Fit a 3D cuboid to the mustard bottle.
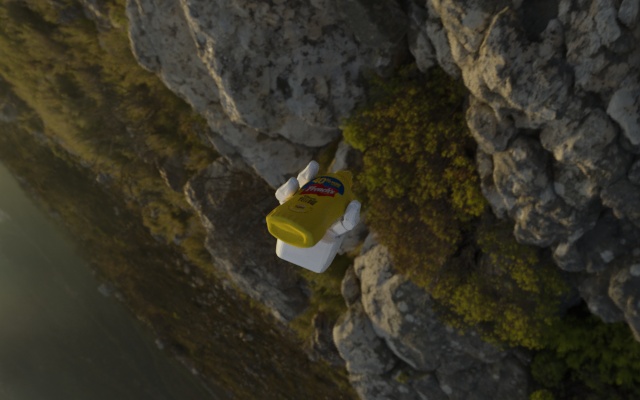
[{"bbox_3d":[0.000,0.003,0.829,0.096,0.058,0.191,15,41,32],"label":"mustard bottle"}]
